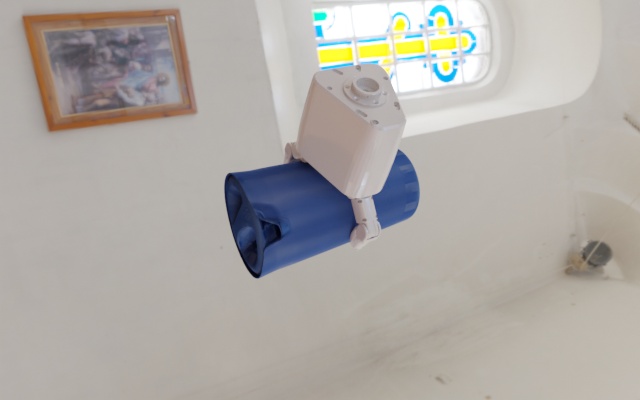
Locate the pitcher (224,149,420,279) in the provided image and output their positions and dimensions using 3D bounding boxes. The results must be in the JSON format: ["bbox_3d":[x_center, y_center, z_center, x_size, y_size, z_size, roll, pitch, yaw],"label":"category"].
[{"bbox_3d":[0.000,0.002,0.637,0.243,0.149,0.145,-15,-35,-24],"label":"pitcher"}]
